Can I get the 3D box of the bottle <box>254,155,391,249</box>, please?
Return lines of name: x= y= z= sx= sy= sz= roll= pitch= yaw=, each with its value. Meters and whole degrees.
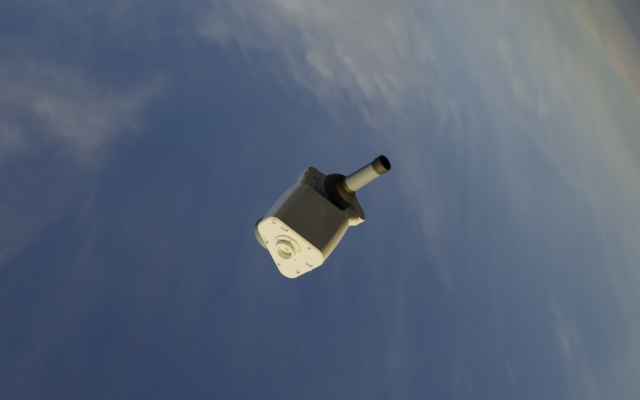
bottle: x=0.000 y=0.003 z=0.824 sx=0.296 sy=0.069 sz=0.069 roll=-31 pitch=-20 yaw=37
